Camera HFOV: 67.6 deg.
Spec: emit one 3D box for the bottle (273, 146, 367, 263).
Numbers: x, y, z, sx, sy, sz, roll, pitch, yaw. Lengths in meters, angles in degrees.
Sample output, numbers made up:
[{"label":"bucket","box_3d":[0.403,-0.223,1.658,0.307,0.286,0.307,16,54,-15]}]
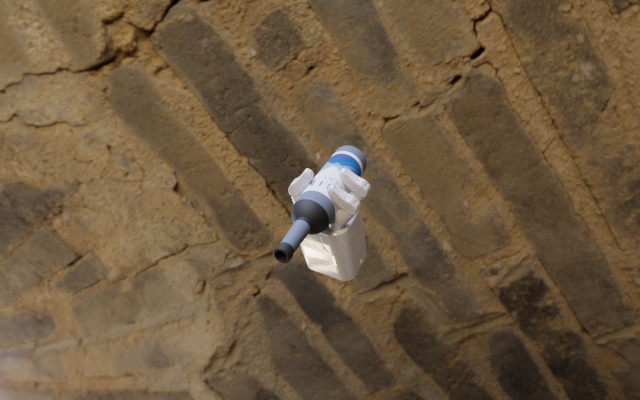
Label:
[{"label":"bottle","box_3d":[0.000,0.002,0.793,0.069,0.069,0.295,0,32,27]}]
